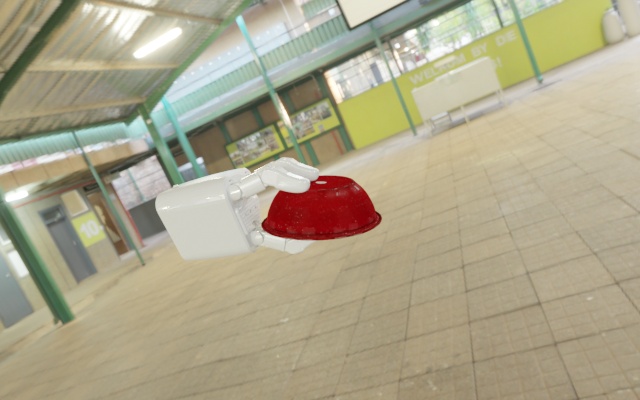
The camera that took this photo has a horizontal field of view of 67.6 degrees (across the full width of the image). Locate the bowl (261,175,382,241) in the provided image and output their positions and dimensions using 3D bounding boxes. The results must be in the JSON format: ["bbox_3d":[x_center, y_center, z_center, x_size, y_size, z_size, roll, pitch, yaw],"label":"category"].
[{"bbox_3d":[0.001,0.002,0.634,0.162,0.055,0.162,-3,14,1],"label":"bowl"}]
